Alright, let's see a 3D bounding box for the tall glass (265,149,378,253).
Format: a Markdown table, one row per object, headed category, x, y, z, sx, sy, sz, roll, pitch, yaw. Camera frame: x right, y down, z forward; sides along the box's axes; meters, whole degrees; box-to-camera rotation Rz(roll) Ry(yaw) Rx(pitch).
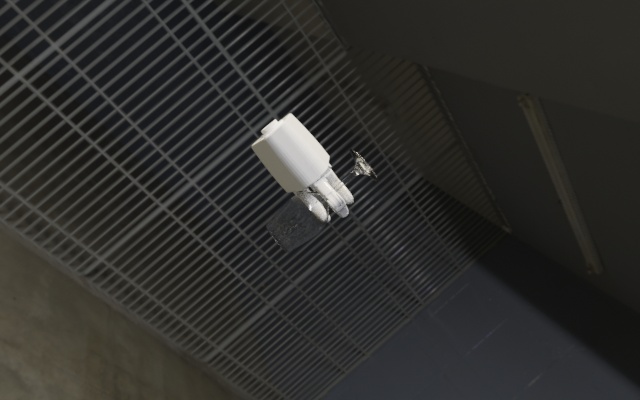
| category | x | y | z | sx | sy | sz | roll | pitch | yaw |
| --- | --- | --- | --- | --- | --- | --- | --- | --- | --- |
| tall glass | 0.001 | 0.002 | 0.825 | 0.201 | 0.079 | 0.079 | -41 | 2 | -2 |
